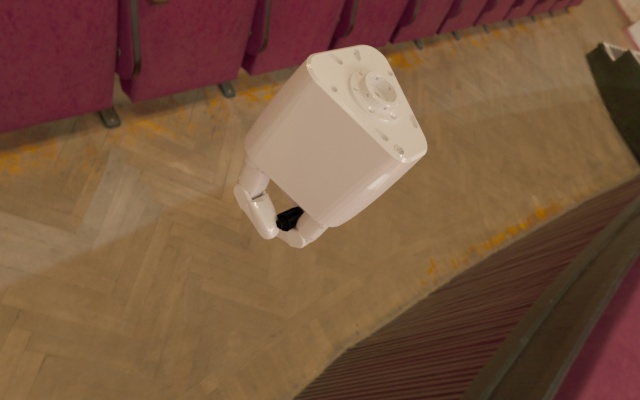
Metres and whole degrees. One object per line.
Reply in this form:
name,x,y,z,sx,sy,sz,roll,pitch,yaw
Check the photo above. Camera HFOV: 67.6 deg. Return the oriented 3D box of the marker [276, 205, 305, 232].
marker,0.000,0.002,0.485,0.020,0.020,0.121,0,20,44
